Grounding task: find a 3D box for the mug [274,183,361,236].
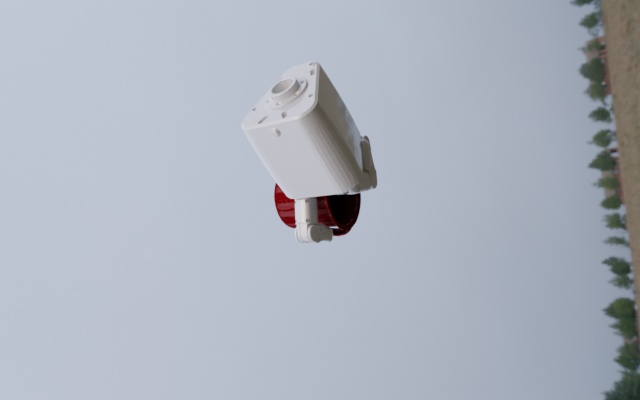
[{"bbox_3d":[0.001,0.003,0.617,0.081,0.093,0.117,-5,-47,31],"label":"mug"}]
